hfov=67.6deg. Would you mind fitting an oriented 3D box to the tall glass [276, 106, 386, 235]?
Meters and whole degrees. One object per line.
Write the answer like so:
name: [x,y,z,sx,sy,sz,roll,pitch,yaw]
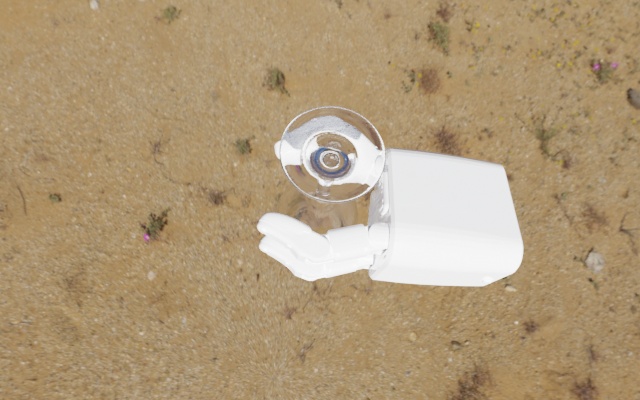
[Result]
tall glass: [0.000,0.001,0.422,0.079,0.079,0.201,0,-20,-6]
